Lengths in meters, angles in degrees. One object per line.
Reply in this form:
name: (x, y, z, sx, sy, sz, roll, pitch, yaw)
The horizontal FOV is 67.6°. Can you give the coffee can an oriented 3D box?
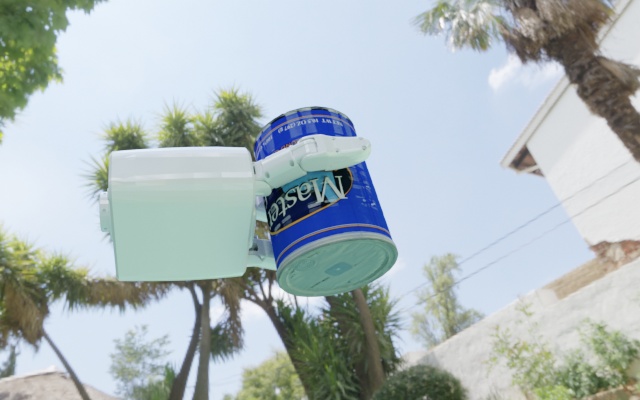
coffee can: (0.000, 0.001, 0.431, 0.103, 0.140, 0.103, -10, -33, -7)
